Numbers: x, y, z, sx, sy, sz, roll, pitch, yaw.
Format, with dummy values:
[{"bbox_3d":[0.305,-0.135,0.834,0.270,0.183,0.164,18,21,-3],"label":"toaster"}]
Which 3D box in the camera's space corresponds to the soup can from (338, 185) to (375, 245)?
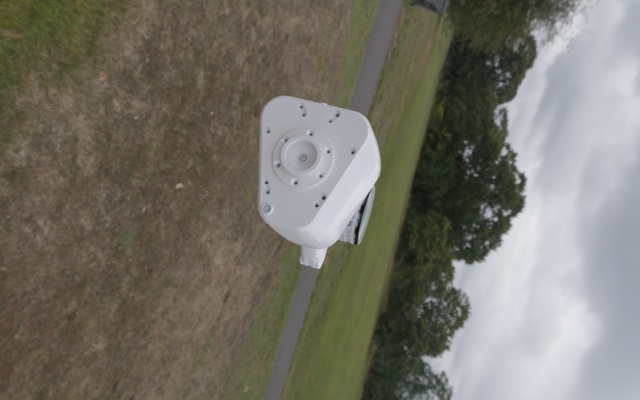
[{"bbox_3d":[0.000,0.002,0.505,0.102,0.068,0.068,15,3,12],"label":"soup can"}]
